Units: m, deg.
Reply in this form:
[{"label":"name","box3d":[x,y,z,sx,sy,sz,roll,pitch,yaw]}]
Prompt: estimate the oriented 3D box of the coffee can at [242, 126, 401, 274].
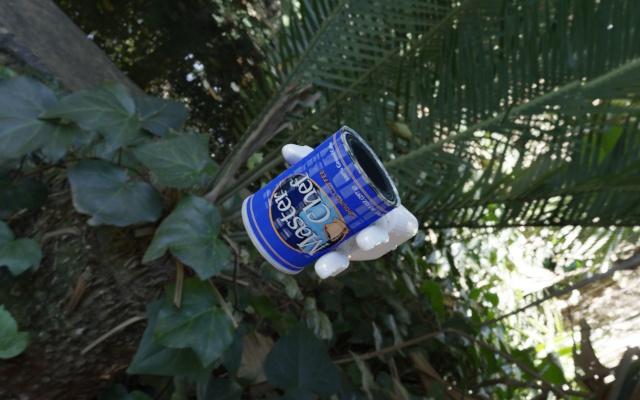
[{"label":"coffee can","box3d":[0.000,0.002,0.520,0.140,0.103,0.103,-35,-13,19]}]
